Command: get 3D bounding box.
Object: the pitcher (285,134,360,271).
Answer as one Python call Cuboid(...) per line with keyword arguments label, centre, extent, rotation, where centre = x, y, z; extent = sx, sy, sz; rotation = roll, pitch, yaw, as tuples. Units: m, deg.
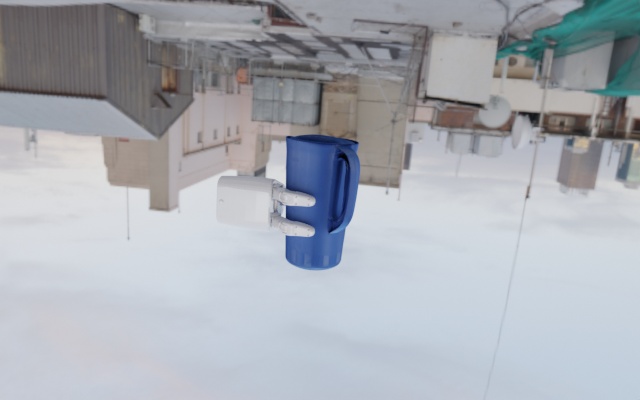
Cuboid(label="pitcher", centre=(0.000, 0.003, 0.879), extent=(0.145, 0.243, 0.149), rotation=(6, 13, 9))
